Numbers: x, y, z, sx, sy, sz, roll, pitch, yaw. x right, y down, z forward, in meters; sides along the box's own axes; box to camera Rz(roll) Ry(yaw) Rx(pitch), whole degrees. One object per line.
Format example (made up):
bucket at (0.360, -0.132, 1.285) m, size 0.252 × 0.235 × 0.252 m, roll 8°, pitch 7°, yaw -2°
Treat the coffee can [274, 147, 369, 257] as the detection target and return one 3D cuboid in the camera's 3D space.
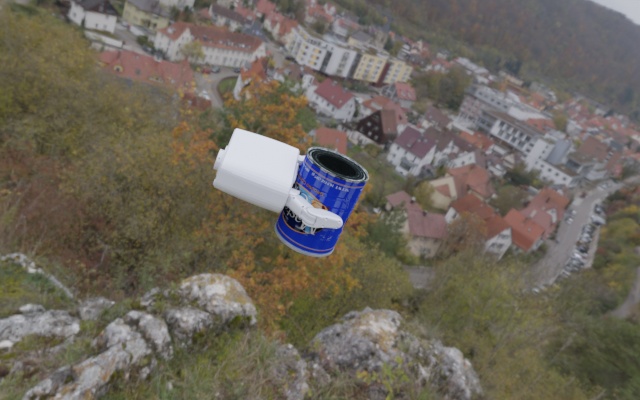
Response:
coffee can at (0.000, 0.003, 0.744) m, size 0.103 × 0.140 × 0.102 m, roll 21°, pitch 24°, yaw -10°
